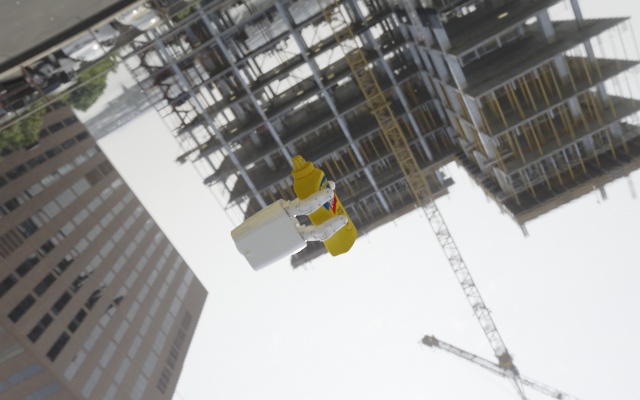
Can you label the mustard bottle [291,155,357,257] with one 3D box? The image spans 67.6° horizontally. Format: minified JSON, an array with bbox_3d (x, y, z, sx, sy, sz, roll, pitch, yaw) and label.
[{"bbox_3d":[0.001,0.003,0.873,0.058,0.192,0.096,-21,22,23],"label":"mustard bottle"}]
